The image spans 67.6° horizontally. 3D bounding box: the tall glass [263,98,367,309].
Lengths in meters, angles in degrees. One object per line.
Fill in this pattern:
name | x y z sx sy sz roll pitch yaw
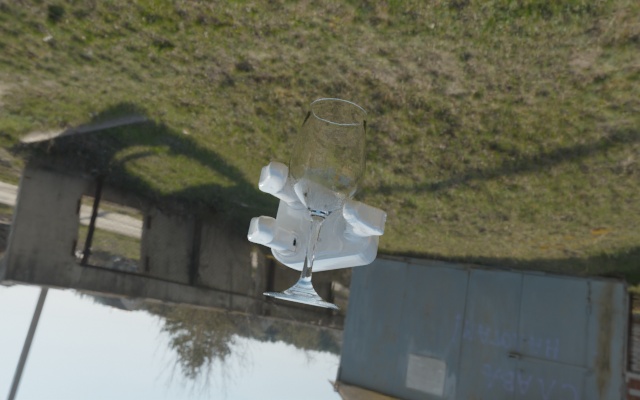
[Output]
tall glass | 0.000 0.002 0.480 0.079 0.201 0.079 10 -13 3
